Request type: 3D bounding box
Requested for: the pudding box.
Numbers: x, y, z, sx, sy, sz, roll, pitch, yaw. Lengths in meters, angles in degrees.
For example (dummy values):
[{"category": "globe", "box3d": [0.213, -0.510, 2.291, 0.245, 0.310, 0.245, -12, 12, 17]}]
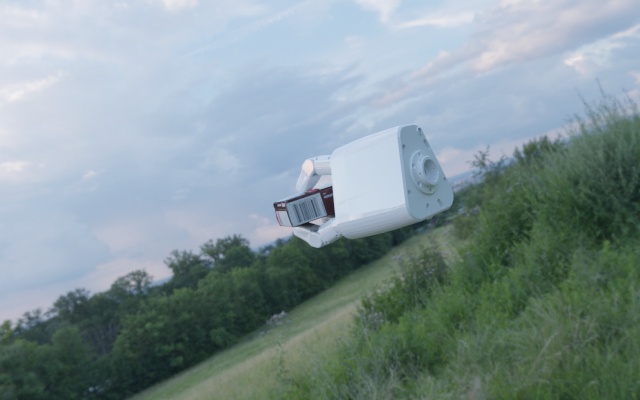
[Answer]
[{"category": "pudding box", "box3d": [0.000, 0.002, 0.641, 0.113, 0.039, 0.090, -17, 2, -15]}]
